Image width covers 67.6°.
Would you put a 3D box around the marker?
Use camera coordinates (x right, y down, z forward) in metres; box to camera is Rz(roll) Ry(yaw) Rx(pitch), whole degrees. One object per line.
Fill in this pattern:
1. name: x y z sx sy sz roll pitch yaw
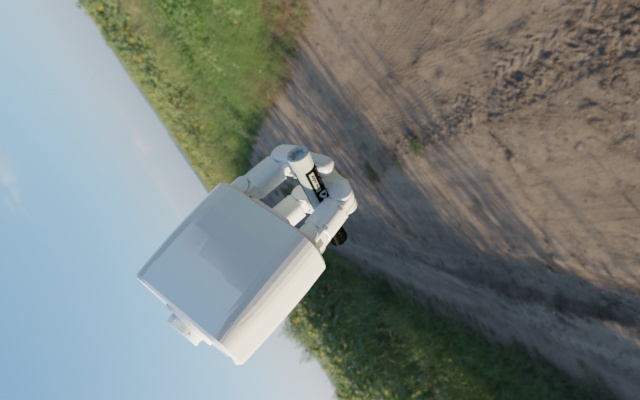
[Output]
1. marker: 0.000 0.001 0.424 0.020 0.020 0.121 0 -40 24
